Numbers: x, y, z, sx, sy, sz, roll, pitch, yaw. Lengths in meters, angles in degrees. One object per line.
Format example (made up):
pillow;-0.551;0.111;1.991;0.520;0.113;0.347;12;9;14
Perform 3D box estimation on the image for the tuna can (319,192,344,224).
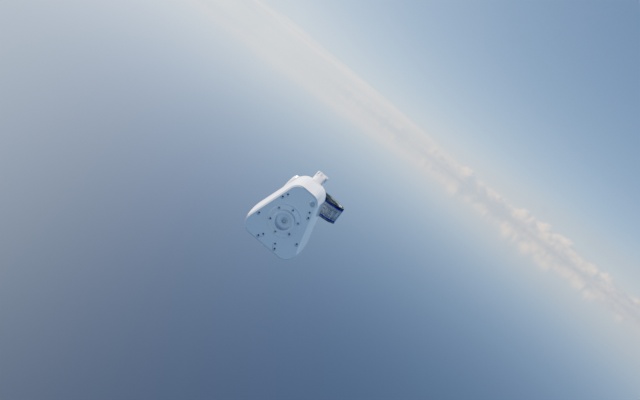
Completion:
tuna can;0.000;0.002;0.858;0.086;0.034;0.086;37;6;-5
